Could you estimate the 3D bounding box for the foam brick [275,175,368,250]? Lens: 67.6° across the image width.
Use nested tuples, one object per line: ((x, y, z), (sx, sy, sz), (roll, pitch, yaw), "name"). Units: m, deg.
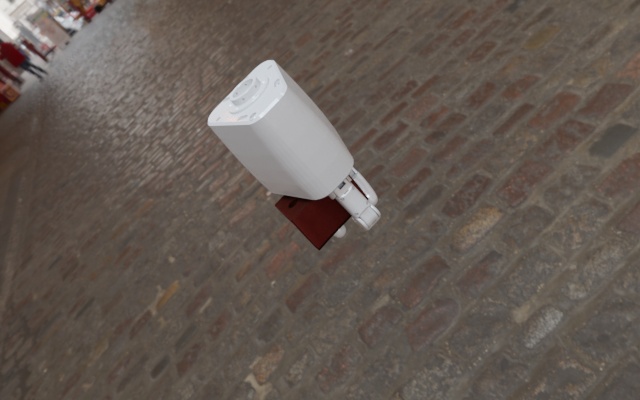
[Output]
((0.000, 0.002, 0.511), (0.051, 0.078, 0.053), (46, -6, -32), "foam brick")
